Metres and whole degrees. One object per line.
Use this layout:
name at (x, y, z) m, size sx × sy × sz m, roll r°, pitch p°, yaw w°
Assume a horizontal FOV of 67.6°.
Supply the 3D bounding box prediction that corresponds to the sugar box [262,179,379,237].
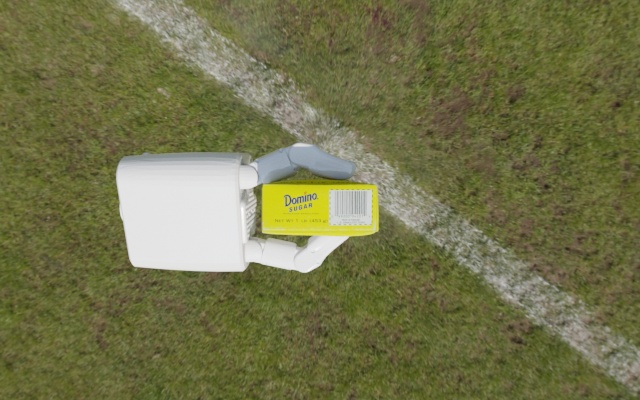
sugar box at (0.000, 0.001, 0.458) m, size 0.093 × 0.048 × 0.176 m, roll 1°, pitch 5°, yaw 0°
